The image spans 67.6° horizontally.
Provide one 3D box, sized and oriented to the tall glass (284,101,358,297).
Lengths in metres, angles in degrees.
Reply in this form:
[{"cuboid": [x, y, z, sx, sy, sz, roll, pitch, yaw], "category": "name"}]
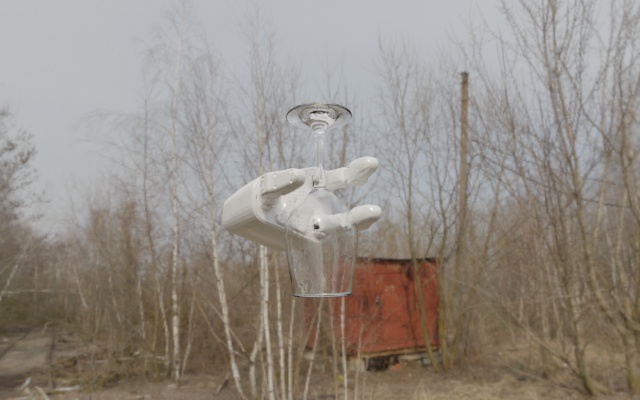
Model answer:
[{"cuboid": [0.000, 0.001, 0.514, 0.079, 0.201, 0.079, -1, -14, 0], "category": "tall glass"}]
